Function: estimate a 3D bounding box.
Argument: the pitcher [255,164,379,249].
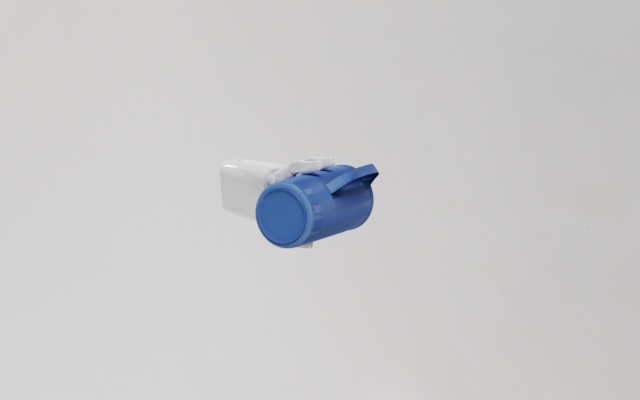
[{"bbox_3d":[0.000,0.003,0.847,0.145,0.149,0.243,13,13,25],"label":"pitcher"}]
